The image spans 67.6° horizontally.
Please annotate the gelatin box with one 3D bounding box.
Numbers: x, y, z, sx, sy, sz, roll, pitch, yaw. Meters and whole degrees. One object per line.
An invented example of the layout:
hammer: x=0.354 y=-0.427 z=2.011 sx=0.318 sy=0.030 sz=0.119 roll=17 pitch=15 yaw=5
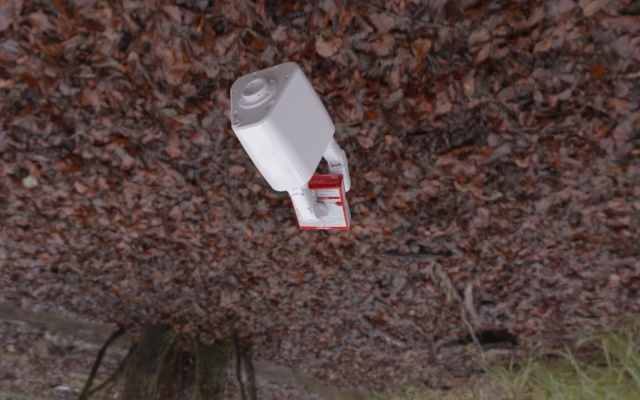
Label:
gelatin box: x=0.000 y=0.003 z=0.669 sx=0.073 sy=0.030 sz=0.089 roll=-1 pitch=-44 yaw=13
